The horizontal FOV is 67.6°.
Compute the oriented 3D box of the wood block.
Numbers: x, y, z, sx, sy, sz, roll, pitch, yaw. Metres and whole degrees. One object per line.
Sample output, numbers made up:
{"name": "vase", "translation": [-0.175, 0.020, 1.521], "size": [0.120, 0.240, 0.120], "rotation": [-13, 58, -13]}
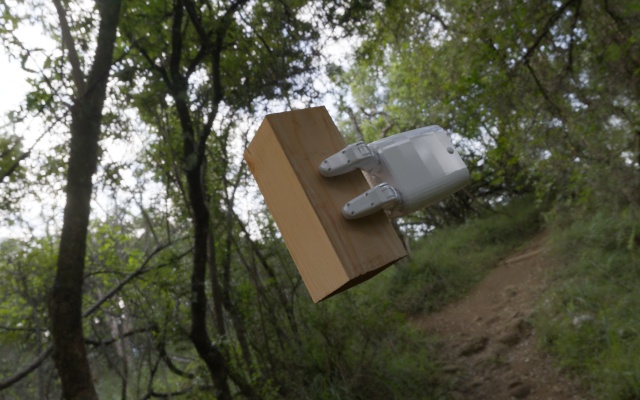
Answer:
{"name": "wood block", "translation": [0.000, 0.002, 0.566], "size": [0.090, 0.206, 0.091], "rotation": [-17, -18, -34]}
